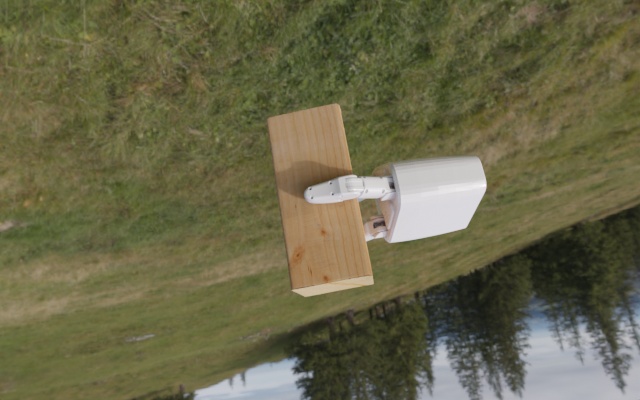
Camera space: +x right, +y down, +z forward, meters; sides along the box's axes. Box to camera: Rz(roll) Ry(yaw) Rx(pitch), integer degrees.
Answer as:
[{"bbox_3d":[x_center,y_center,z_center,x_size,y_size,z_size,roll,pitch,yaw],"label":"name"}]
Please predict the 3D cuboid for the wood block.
[{"bbox_3d":[0.000,0.002,0.575,0.090,0.206,0.091,-11,-17,4],"label":"wood block"}]
